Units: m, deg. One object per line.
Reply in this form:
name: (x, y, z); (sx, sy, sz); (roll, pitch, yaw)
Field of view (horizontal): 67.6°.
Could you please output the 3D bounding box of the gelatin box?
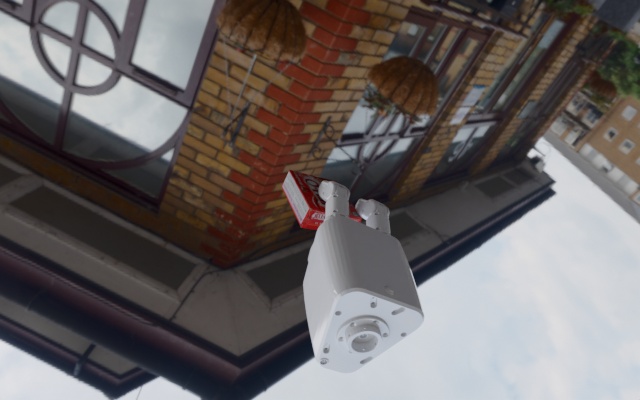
gelatin box: (0.000, 0.002, 0.589); (0.073, 0.030, 0.089); (12, 29, -30)
